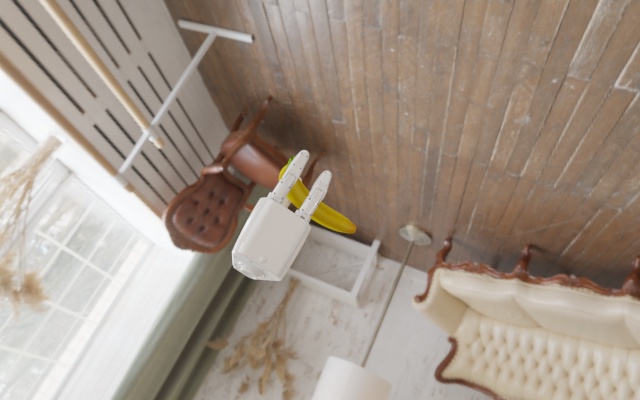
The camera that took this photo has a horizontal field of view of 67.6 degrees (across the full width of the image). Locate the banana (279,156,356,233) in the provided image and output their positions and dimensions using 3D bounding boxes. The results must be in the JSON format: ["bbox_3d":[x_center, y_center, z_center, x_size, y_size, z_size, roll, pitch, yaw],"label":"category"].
[{"bbox_3d":[-0.015,0.002,0.863,0.069,0.037,0.198,-7,-44,46],"label":"banana"}]
